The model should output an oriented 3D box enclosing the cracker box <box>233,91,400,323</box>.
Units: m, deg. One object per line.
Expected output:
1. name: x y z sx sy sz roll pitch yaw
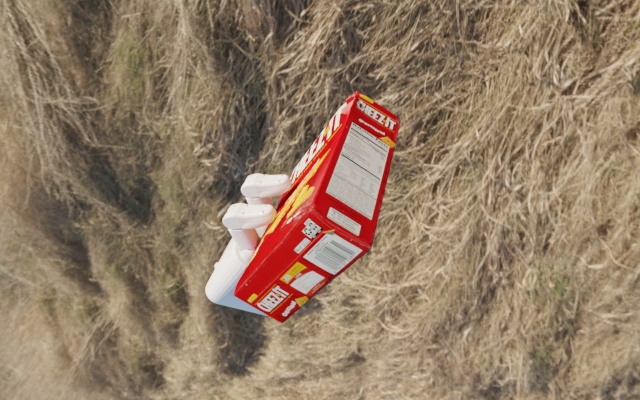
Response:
1. cracker box: 0.000 0.002 0.519 0.072 0.213 0.164 32 -48 -11
